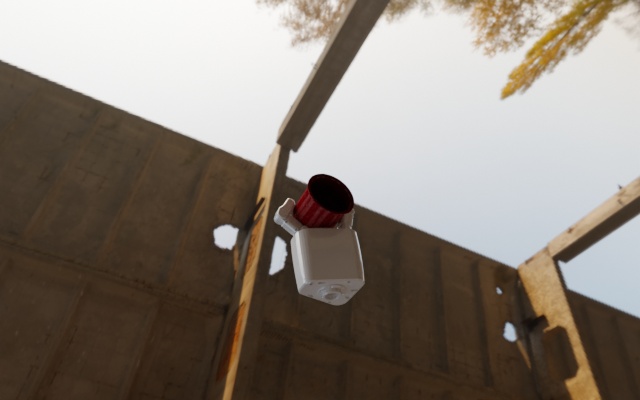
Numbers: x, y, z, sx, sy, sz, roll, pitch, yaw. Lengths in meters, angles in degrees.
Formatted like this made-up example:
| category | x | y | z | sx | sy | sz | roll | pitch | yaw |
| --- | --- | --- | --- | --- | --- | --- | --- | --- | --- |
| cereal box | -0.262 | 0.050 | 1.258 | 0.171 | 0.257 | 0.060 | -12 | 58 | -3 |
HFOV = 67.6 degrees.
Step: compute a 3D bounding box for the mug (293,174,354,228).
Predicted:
| category | x | y | z | sx | sy | sz | roll | pitch | yaw |
| --- | --- | --- | --- | --- | --- | --- | --- | --- | --- |
| mug | 0.000 | 0.002 | 0.877 | 0.093 | 0.117 | 0.081 | 14 | -45 | -24 |
